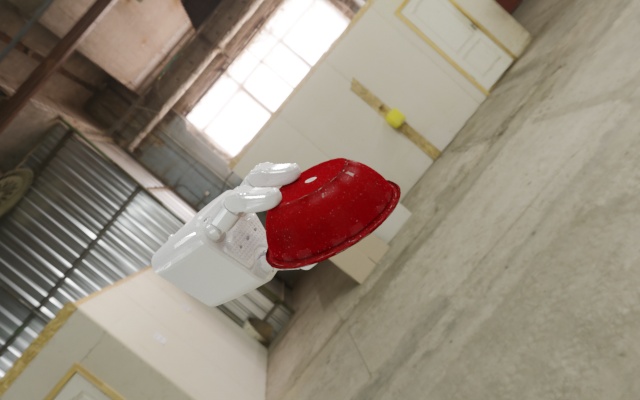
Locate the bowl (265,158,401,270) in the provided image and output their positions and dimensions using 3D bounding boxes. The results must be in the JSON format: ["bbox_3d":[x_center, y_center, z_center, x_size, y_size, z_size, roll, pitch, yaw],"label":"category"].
[{"bbox_3d":[0.001,0.001,0.503,0.162,0.055,0.162,-26,18,9],"label":"bowl"}]
